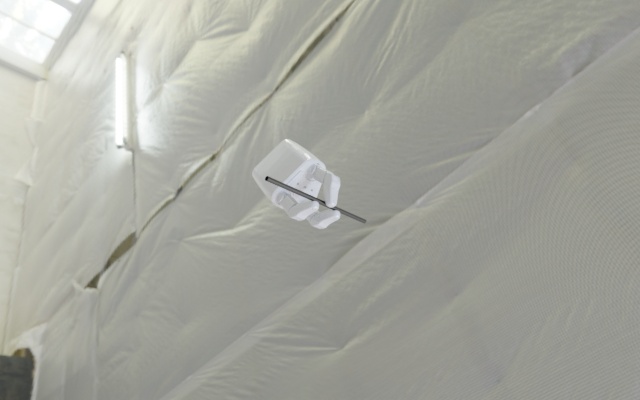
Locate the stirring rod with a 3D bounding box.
[{"bbox_3d":[0.000,0.003,0.809,0.011,0.011,0.239,0,-18,46],"label":"stirring rod"}]
